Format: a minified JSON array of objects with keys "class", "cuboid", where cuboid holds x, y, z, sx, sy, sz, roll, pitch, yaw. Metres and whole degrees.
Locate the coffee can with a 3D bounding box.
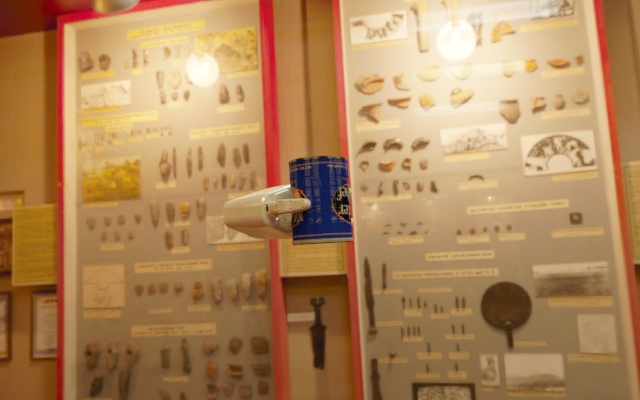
[{"class":"coffee can","cuboid":[0.000,0.003,0.807,0.103,0.140,0.103,-3,-5,0]}]
